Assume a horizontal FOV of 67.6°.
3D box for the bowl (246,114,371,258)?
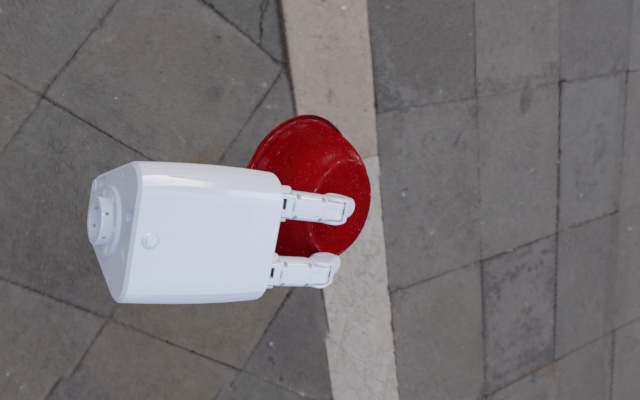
[{"bbox_3d":[0.001,0.001,0.459,0.055,0.162,0.162,16,10,39],"label":"bowl"}]
